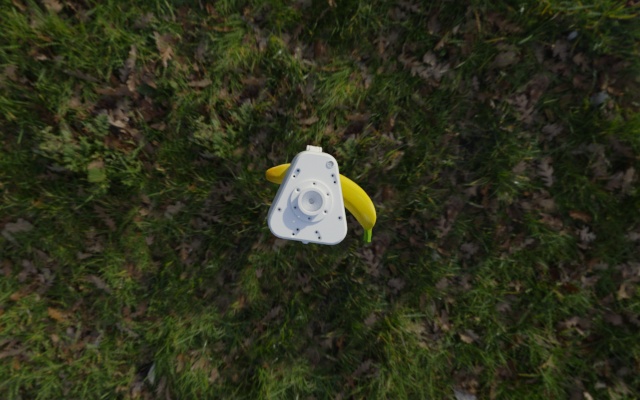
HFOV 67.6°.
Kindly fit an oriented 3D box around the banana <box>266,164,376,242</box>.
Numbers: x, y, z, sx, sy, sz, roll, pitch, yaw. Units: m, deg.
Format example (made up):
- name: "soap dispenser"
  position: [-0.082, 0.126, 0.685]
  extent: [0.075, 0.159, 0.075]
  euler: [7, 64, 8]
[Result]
- name: "banana"
  position: [0.013, -0.011, 0.734]
  extent: [0.198, 0.069, 0.037]
  euler: [33, 5, -6]
